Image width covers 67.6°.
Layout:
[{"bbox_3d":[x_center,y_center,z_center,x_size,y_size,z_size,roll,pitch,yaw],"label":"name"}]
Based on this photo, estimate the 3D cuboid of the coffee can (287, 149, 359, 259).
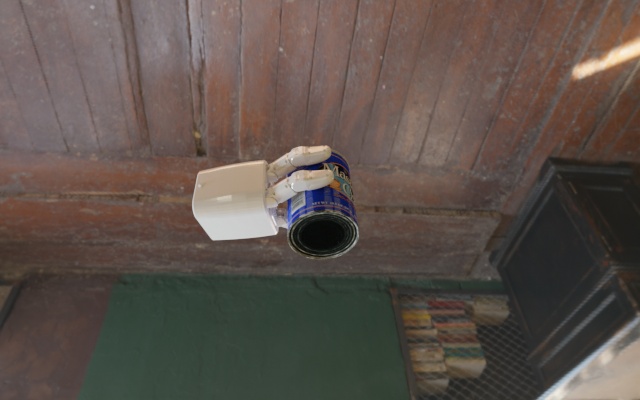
[{"bbox_3d":[0.000,0.002,0.721,0.103,0.103,0.140,0,44,-5],"label":"coffee can"}]
